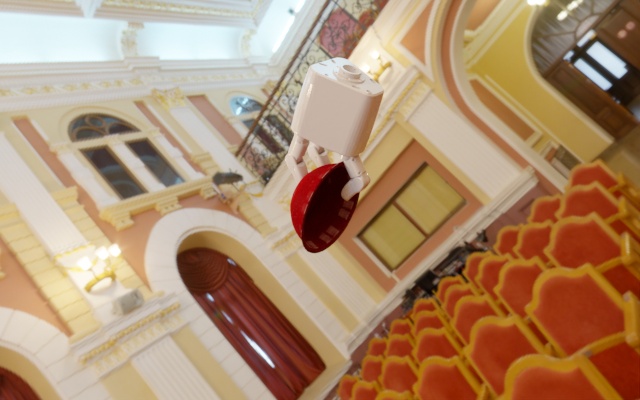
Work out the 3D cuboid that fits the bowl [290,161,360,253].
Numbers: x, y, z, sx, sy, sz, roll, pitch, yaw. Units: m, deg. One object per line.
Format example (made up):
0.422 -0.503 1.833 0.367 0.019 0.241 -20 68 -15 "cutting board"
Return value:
-0.001 0.004 0.782 0.055 0.162 0.162 25 12 29 "bowl"
